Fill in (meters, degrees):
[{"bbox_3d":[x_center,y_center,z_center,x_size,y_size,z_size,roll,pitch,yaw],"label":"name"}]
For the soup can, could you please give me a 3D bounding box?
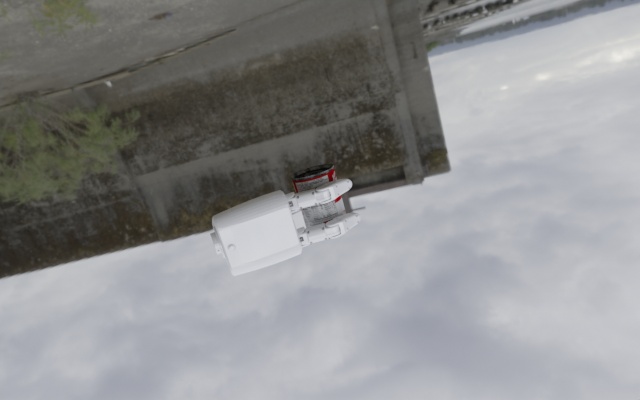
[{"bbox_3d":[0.001,0.003,0.735,0.068,0.102,0.068,-15,14,4],"label":"soup can"}]
